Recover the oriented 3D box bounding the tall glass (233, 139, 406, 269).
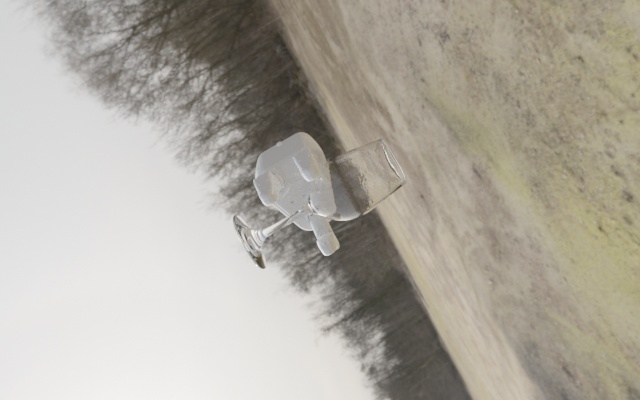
[{"bbox_3d":[0.000,0.002,0.574,0.201,0.079,0.079,-29,-2,3],"label":"tall glass"}]
